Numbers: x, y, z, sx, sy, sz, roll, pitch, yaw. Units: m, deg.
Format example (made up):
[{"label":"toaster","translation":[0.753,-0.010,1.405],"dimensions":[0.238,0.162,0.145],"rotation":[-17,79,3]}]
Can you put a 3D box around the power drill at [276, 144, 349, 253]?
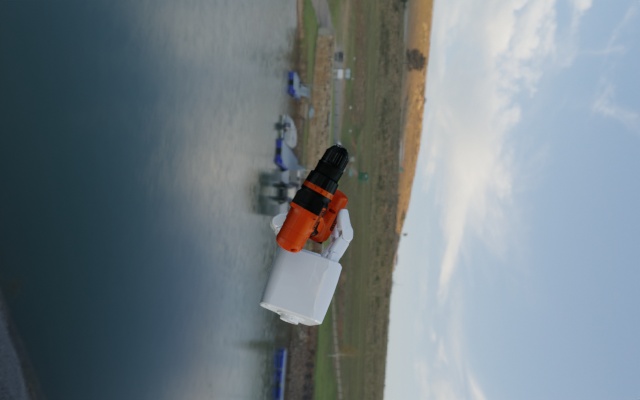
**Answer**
[{"label":"power drill","translation":[0.000,0.003,0.813],"dimensions":[0.057,0.184,0.188],"rotation":[31,0,13]}]
